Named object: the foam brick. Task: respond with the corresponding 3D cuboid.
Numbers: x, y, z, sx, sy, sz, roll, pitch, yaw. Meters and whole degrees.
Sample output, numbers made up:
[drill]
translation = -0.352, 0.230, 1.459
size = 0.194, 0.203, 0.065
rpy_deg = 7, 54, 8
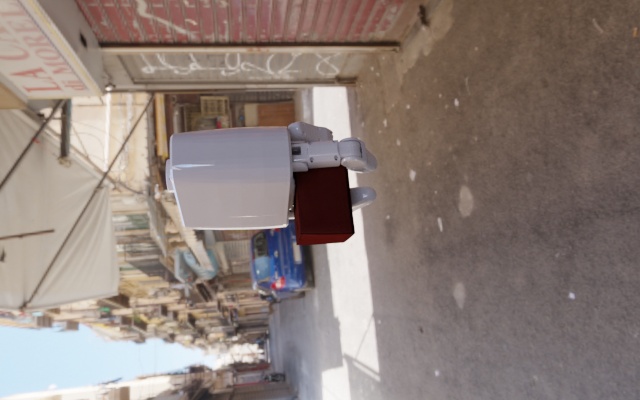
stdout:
[foam brick]
translation = 0.000, 0.002, 0.466
size = 0.051, 0.078, 0.053
rpy_deg = -3, -16, -9
